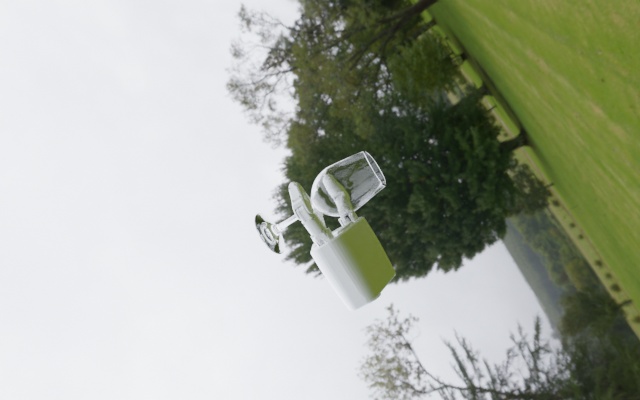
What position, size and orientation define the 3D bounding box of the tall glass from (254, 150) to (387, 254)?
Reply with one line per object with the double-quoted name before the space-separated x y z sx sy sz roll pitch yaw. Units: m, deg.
"tall glass" -0.001 0.003 0.729 0.201 0.079 0.079 -32 -10 17
